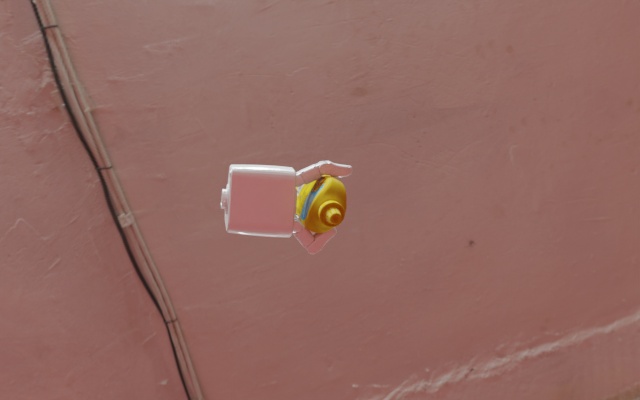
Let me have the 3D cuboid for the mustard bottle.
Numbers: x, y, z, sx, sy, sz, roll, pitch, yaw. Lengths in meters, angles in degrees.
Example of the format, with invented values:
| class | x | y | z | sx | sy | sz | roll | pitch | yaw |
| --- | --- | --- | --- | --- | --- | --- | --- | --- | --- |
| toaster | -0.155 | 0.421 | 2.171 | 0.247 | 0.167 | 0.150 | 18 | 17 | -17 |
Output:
| class | x | y | z | sx | sy | sz | roll | pitch | yaw |
| --- | --- | --- | --- | --- | --- | --- | --- | --- | --- |
| mustard bottle | 0.000 | 0.003 | 0.808 | 0.058 | 0.096 | 0.191 | 29 | 6 | -19 |
